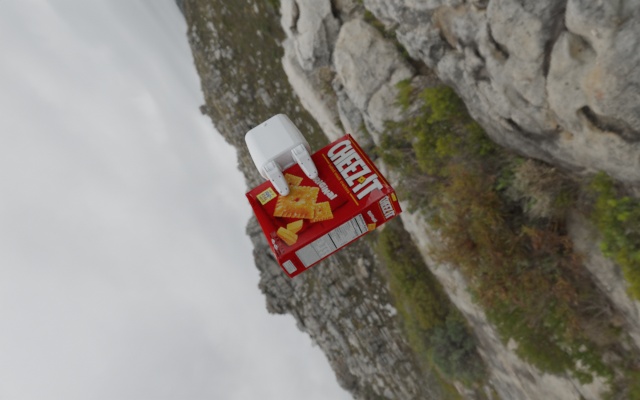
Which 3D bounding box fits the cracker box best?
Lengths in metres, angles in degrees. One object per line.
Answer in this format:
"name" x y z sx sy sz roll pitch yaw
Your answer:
"cracker box" 0.000 0.003 0.798 0.213 0.164 0.072 -31 -40 -1
